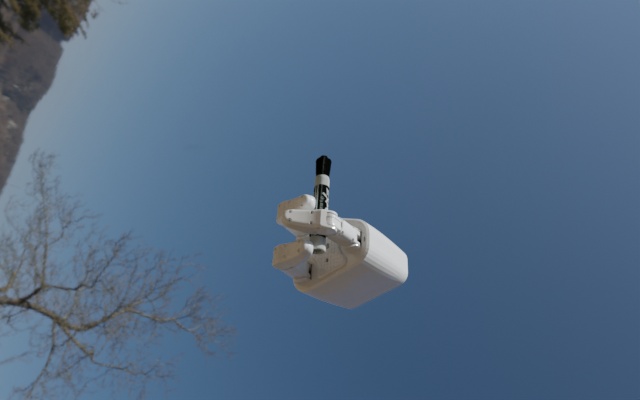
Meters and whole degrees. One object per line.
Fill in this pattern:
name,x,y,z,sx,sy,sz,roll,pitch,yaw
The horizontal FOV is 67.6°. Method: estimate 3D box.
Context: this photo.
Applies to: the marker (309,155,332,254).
marker,0.000,0.002,0.542,0.020,0.121,0.020,3,-27,2
